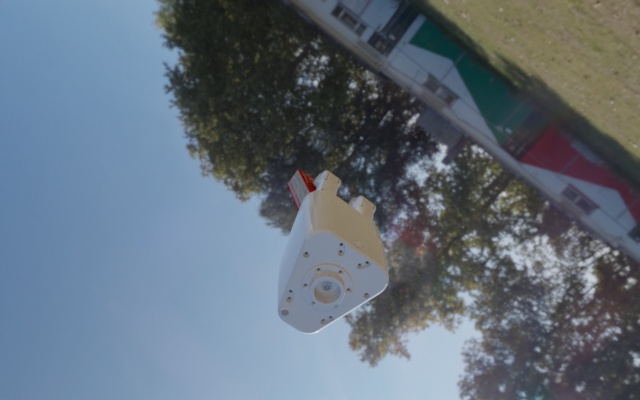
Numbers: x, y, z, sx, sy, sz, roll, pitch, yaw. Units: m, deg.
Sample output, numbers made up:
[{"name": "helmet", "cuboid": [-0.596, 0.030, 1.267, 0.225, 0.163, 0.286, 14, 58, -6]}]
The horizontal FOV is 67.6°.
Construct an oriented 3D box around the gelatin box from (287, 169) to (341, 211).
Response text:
[{"name": "gelatin box", "cuboid": [0.000, 0.002, 0.620, 0.073, 0.030, 0.089, 32, 13, -25]}]
